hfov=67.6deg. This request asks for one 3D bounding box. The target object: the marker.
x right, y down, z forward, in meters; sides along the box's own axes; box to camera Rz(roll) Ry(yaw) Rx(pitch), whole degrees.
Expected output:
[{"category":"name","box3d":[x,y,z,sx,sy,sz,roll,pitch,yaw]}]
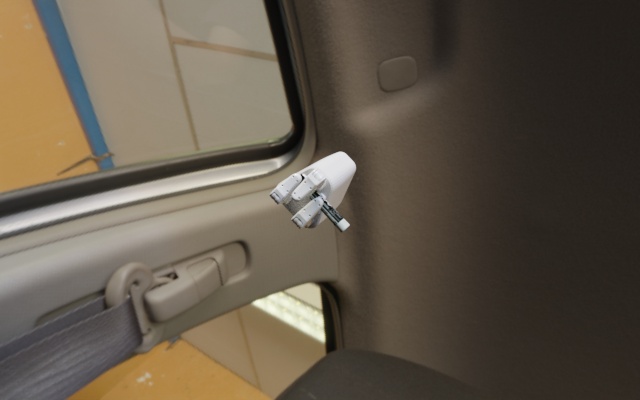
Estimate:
[{"category":"marker","box3d":[0.000,0.003,0.782,0.020,0.121,0.020,-43,-4,-4]}]
